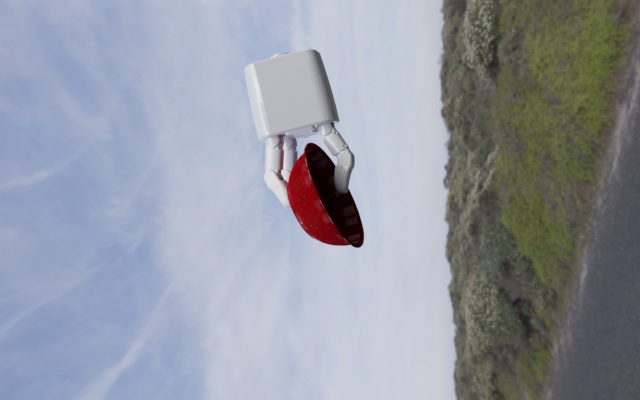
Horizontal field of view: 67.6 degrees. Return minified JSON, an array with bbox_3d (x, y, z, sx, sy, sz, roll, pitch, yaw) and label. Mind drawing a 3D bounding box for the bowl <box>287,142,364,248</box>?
[{"bbox_3d":[0.000,0.004,0.669,0.055,0.162,0.162,-27,-9,17],"label":"bowl"}]
